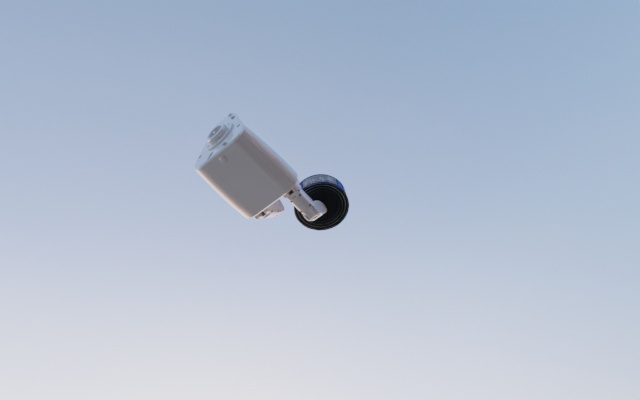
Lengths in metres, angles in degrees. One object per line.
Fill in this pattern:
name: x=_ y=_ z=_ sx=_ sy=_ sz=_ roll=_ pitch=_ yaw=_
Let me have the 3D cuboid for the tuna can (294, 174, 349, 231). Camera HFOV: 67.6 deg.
tuna can: x=0.000 y=0.002 z=0.747 sx=0.086 sy=0.086 sz=0.033 roll=0 pitch=30 yaw=-7
